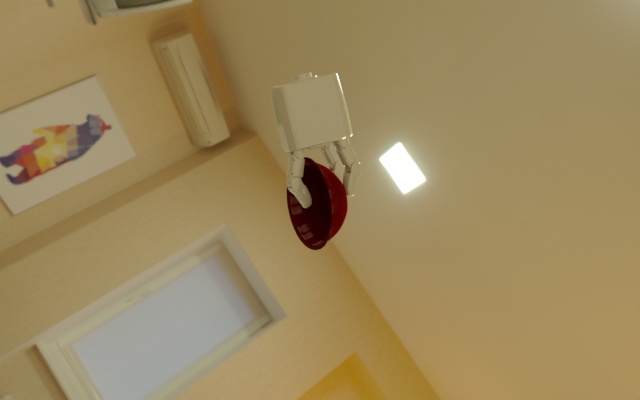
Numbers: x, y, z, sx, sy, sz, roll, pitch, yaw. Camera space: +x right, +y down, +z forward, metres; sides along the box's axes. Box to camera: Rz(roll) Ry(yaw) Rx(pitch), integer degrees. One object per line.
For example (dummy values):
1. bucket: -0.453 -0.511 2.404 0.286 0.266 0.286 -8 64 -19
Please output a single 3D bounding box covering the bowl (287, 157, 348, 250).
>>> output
1. bowl: 0.000 0.004 0.832 0.055 0.162 0.162 -8 4 -29
